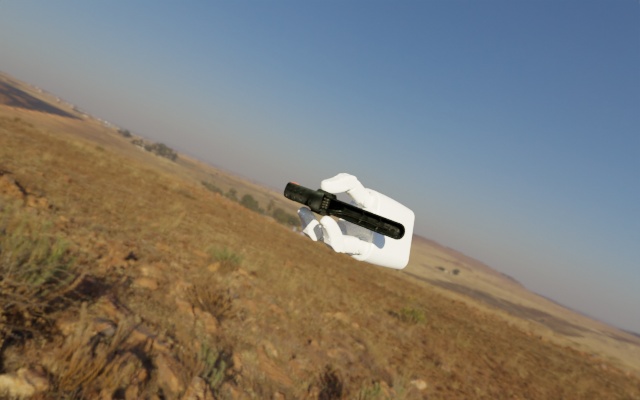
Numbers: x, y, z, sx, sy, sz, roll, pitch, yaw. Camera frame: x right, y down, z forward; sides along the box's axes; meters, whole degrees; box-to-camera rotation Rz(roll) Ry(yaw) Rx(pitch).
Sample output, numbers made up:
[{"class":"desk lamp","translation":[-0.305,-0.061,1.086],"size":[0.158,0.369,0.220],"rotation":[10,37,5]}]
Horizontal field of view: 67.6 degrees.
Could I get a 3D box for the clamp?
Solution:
[{"class":"clamp","translation":[0.000,0.001,0.693],"size":[0.164,0.036,0.210],"rotation":[22,-1,-42]}]
